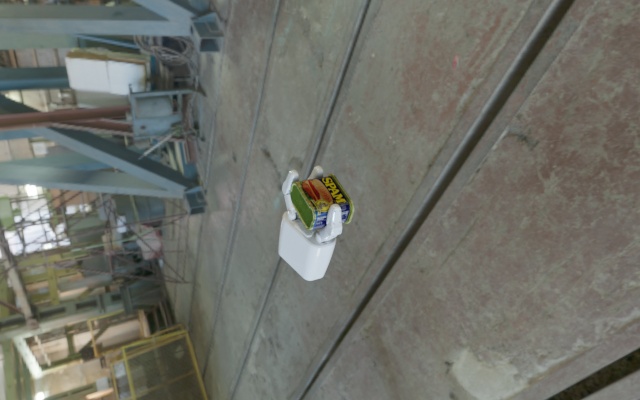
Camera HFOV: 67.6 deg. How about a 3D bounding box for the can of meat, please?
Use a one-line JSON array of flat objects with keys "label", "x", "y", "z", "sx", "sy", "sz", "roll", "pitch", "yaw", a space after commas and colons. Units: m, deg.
[{"label": "can of meat", "x": 0.000, "y": 0.003, "z": 0.889, "sx": 0.084, "sy": 0.057, "sz": 0.102, "roll": -11, "pitch": 49, "yaw": -26}]
